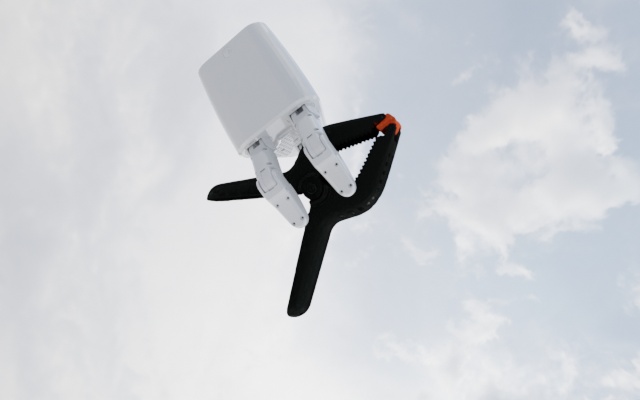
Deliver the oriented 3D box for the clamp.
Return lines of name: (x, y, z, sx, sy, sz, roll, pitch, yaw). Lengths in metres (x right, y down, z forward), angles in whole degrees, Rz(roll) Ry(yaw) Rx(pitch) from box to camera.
clamp: (0.001, 0.001, 0.468, 0.210, 0.164, 0.036, -36, -15, 15)
